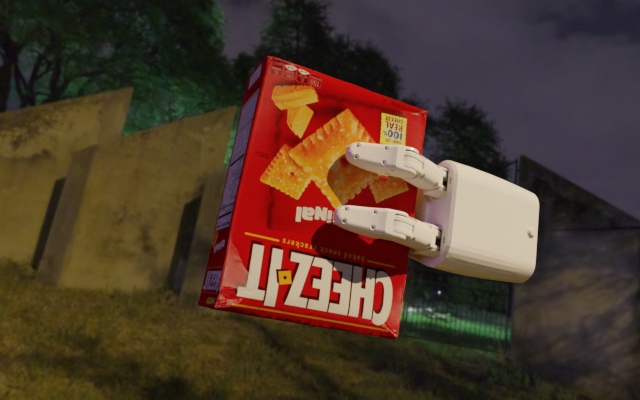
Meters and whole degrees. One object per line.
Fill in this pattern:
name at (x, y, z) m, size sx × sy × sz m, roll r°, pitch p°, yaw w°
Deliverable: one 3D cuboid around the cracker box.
cracker box at (0.000, 0.001, 0.424) m, size 0.164 × 0.213 × 0.072 m, roll 15°, pitch -14°, yaw -21°
